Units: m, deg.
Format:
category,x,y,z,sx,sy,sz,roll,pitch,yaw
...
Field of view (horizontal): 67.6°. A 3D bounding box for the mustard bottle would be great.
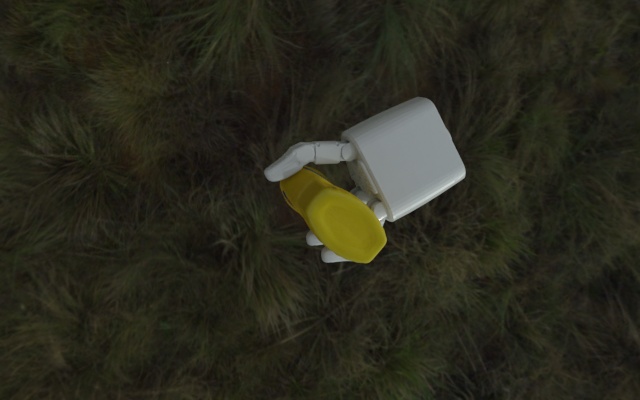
category,x,y,z,sx,sy,sz,roll,pitch,yaw
mustard bottle,0.000,0.002,0.550,0.096,0.058,0.191,38,2,-23
